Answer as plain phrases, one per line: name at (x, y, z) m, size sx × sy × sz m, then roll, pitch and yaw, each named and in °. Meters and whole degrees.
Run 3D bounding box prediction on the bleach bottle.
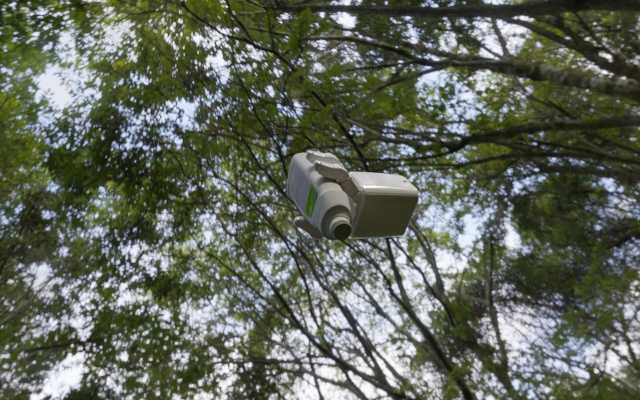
bleach bottle at (0.000, 0.003, 0.809) m, size 0.068 × 0.103 × 0.250 m, roll 0°, pitch 24°, yaw -16°
